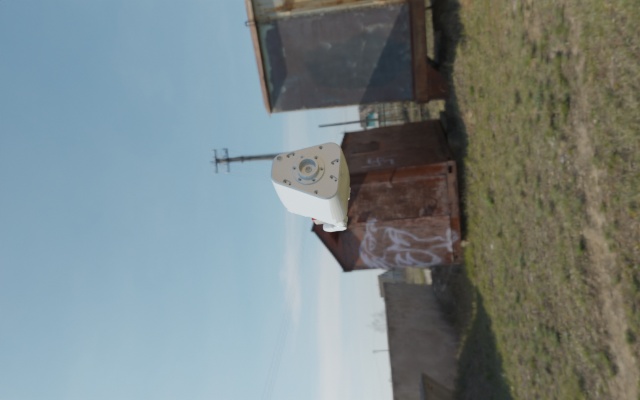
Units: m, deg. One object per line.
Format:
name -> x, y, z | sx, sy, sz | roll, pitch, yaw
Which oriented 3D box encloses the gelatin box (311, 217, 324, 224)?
gelatin box -> 0.000, 0.003, 0.875 | 0.030, 0.073, 0.089 | -3, -8, 4
